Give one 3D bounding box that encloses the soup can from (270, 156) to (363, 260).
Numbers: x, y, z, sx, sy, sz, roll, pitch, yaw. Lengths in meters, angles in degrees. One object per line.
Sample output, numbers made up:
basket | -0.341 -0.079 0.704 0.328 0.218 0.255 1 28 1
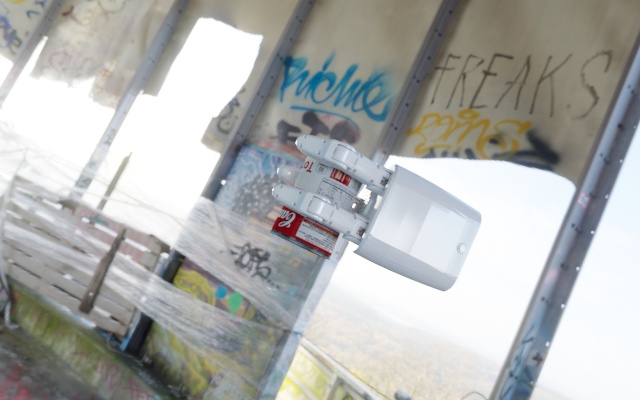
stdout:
soup can | 0.000 0.001 0.497 0.068 0.102 0.068 25 -7 3
